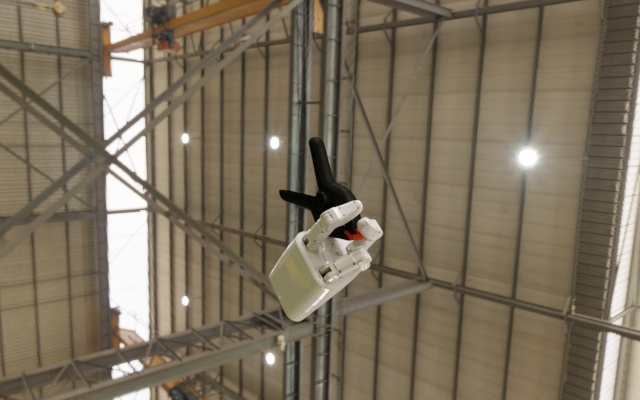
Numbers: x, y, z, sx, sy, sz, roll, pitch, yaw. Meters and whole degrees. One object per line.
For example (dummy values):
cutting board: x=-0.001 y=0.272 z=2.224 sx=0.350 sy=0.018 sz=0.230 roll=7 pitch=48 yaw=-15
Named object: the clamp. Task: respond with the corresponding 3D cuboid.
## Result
clamp: x=0.001 y=0.002 z=0.723 sx=0.039 sy=0.171 sz=0.120 roll=-4 pitch=-36 yaw=-41
